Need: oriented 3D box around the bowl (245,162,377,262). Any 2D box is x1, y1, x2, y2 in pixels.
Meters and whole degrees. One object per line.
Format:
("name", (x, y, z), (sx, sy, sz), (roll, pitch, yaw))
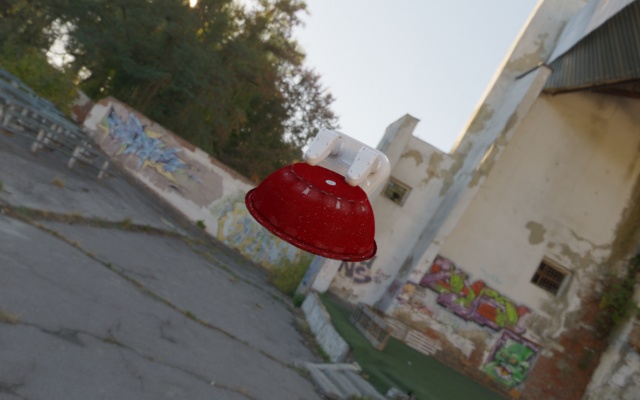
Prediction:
("bowl", (0.000, 0.002, 0.534), (0.162, 0.055, 0.162), (21, 19, -8))
